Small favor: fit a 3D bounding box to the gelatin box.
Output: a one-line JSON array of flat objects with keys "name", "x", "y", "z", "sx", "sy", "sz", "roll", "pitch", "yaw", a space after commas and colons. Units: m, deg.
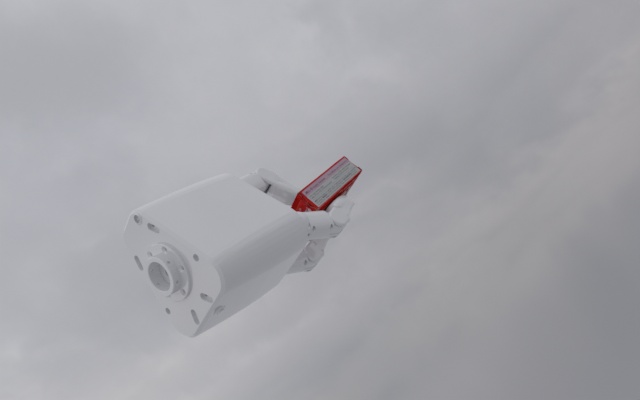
[{"name": "gelatin box", "x": 0.000, "y": 0.001, "z": 0.521, "sx": 0.089, "sy": 0.030, "sz": 0.073, "roll": -42, "pitch": -12, "yaw": -42}]
